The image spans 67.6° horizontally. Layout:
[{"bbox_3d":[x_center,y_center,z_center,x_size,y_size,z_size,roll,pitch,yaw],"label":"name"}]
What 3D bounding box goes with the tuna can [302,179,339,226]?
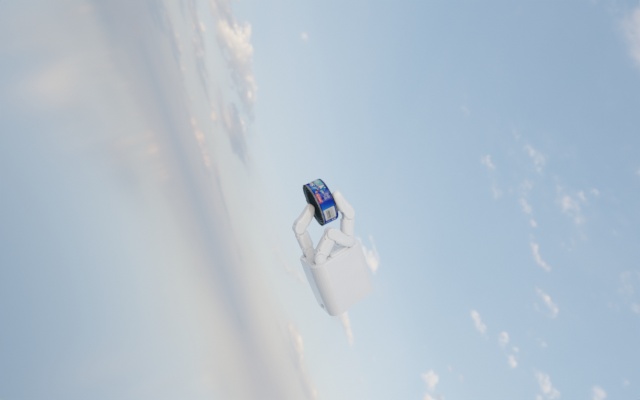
[{"bbox_3d":[0.001,0.003,0.893,0.034,0.086,0.086,-25,6,-12],"label":"tuna can"}]
